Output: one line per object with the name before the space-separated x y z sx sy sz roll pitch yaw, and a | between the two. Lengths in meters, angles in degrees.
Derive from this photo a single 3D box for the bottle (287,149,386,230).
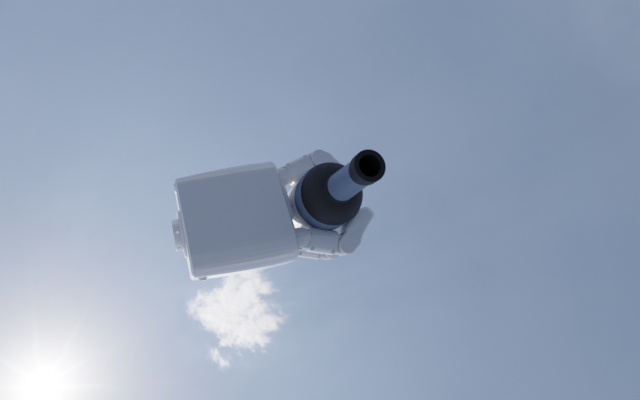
bottle | 0.000 0.002 0.518 0.069 0.069 0.296 0 -12 -16
